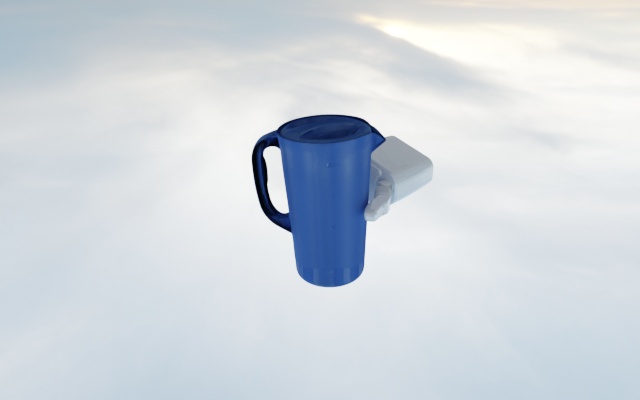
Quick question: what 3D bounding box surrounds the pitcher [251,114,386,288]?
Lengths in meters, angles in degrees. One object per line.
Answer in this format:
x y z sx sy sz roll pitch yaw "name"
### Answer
0.000 0.002 0.705 0.145 0.243 0.149 -25 33 -38 "pitcher"
